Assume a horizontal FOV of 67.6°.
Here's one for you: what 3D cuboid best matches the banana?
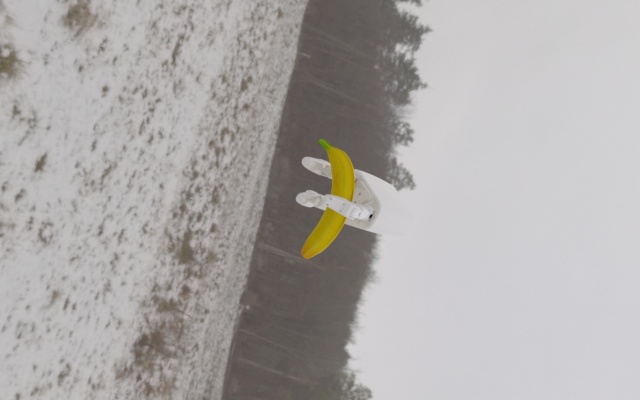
[{"bbox_3d":[0.018,0.002,0.775,0.069,0.198,0.037,9,-1,21],"label":"banana"}]
